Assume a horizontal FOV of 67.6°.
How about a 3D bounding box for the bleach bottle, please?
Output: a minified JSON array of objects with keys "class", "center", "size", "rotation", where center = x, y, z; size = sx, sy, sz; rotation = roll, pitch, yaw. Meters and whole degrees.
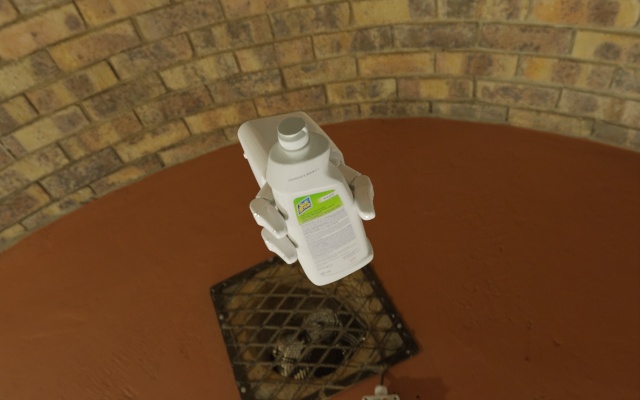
[{"class":"bleach bottle","center":[0.000,0.002,0.572],"size":[0.102,0.251,0.068],"rotation":[-27,49,-10]}]
